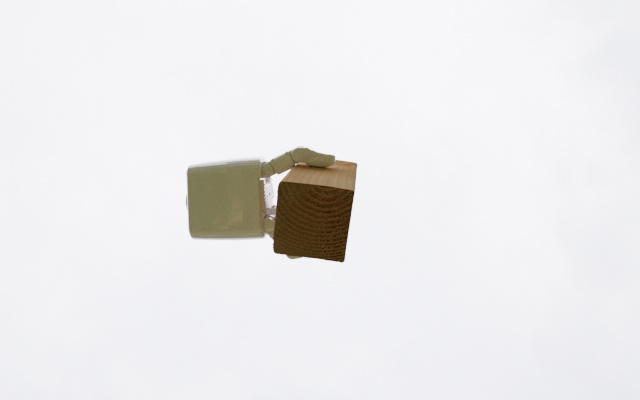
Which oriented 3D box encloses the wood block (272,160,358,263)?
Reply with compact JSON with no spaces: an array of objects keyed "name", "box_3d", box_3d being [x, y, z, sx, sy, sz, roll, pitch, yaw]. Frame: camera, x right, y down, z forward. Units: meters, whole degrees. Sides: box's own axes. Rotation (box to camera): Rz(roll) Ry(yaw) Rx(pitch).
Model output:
[{"name":"wood block","box_3d":[0.000,0.002,0.651,0.090,0.091,0.206,7,14,3]}]
